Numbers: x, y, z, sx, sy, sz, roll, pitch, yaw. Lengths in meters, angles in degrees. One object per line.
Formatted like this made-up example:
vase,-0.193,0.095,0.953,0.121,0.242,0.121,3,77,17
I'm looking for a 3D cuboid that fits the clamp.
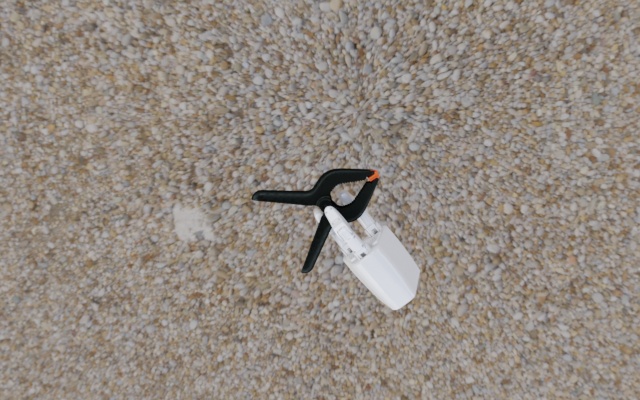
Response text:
clamp,0.001,0.003,0.796,0.210,0.164,0.036,-39,8,10
